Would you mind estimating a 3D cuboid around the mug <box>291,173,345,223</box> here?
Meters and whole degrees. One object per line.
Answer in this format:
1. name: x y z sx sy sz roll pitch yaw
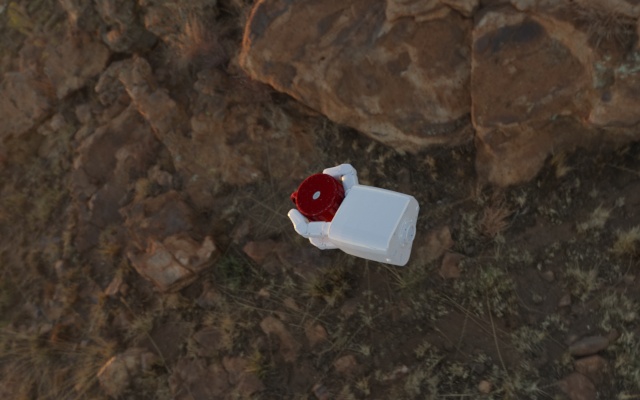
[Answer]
1. mug: -0.001 0.002 0.835 0.117 0.093 0.081 10 -18 33
